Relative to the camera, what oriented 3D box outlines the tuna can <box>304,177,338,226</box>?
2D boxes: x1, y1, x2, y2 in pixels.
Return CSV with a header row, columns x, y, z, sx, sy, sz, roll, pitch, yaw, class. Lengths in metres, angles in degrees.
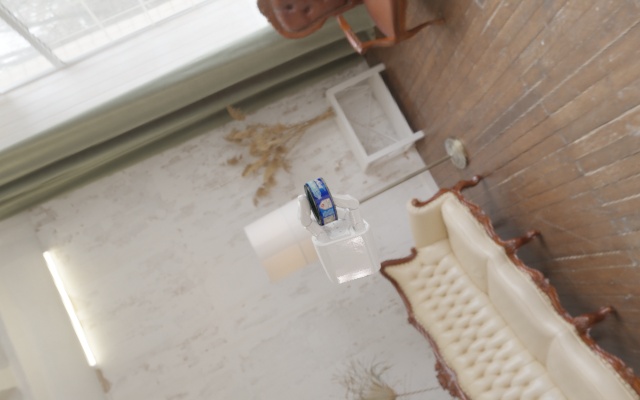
x,y,z,sx,sy,sz,roll,pitch,yaw,class
0.000,0.003,0.872,0.034,0.086,0.086,-21,3,-8,tuna can
